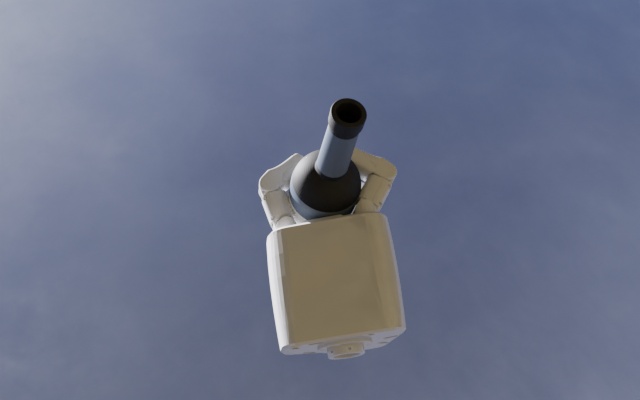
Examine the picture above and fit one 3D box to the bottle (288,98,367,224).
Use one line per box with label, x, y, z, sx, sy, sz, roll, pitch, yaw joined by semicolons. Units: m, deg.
bottle;0.000;0.002;0.480;0.069;0.069;0.296;0;-27;-9
